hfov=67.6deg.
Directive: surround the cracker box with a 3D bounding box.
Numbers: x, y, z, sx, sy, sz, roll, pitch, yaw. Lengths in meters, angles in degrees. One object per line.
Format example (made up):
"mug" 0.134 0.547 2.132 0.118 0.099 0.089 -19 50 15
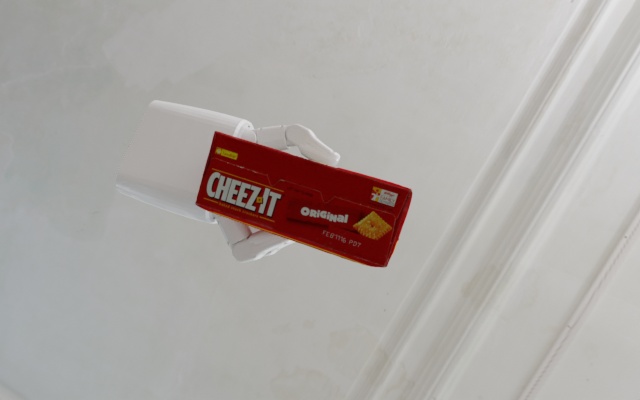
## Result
"cracker box" 0.000 0.001 0.468 0.164 0.072 0.214 17 2 10
